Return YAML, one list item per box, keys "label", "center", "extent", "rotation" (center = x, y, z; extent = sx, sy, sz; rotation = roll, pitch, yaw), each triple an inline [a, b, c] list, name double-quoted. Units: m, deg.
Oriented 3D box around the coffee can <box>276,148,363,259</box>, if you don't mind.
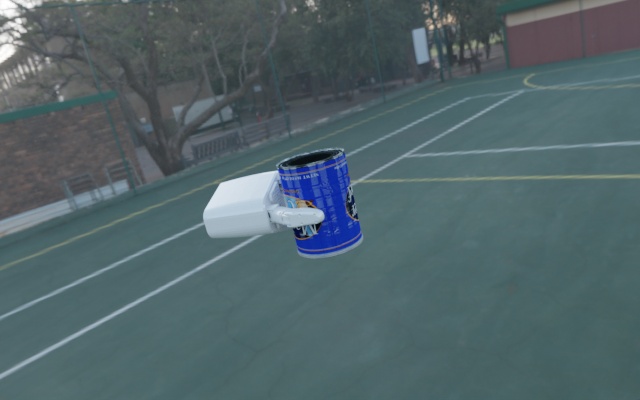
- label: "coffee can"
  center: [0.000, 0.002, 0.714]
  extent: [0.103, 0.140, 0.102]
  rotation: [-12, 15, 3]
